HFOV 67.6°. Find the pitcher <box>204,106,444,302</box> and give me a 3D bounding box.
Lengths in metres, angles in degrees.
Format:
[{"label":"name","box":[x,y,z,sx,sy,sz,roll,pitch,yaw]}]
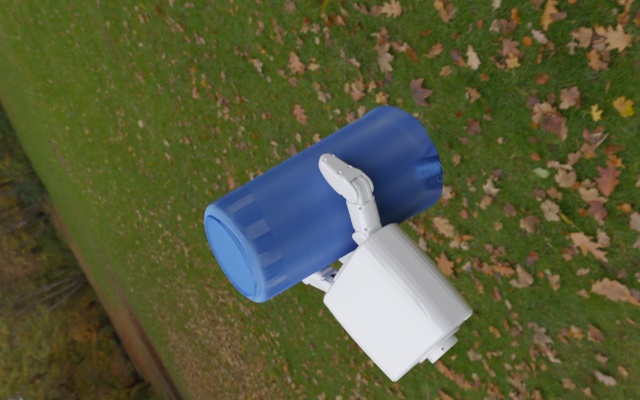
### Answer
[{"label":"pitcher","box":[0.000,0.002,0.519,0.243,0.145,0.149,-29,-25,-28]}]
